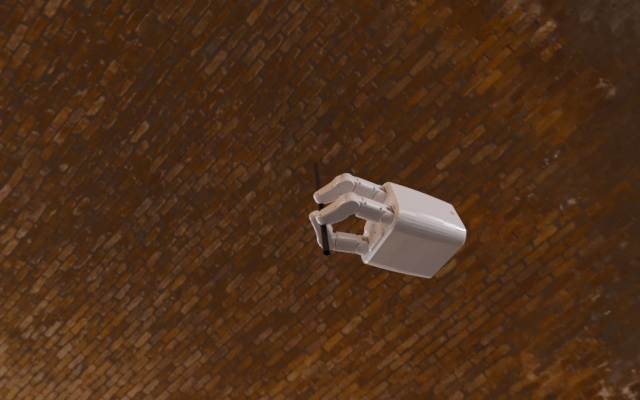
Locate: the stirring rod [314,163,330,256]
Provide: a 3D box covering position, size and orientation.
[{"bbox_3d":[0.000,0.002,0.669,0.011,0.011,0.239,0,30,-4],"label":"stirring rod"}]
